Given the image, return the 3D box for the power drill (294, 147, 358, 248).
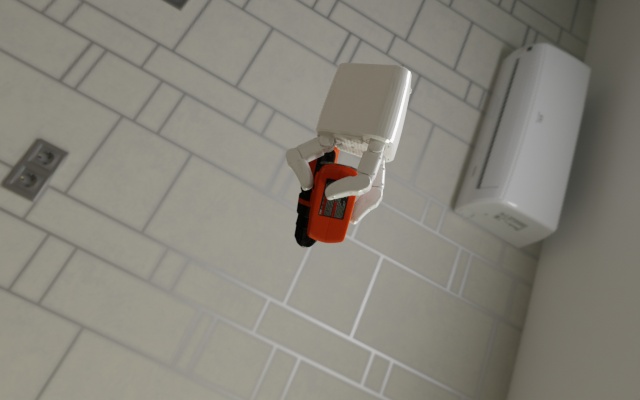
[{"bbox_3d":[0.000,0.002,0.715,0.057,0.184,0.187,9,10,-11],"label":"power drill"}]
